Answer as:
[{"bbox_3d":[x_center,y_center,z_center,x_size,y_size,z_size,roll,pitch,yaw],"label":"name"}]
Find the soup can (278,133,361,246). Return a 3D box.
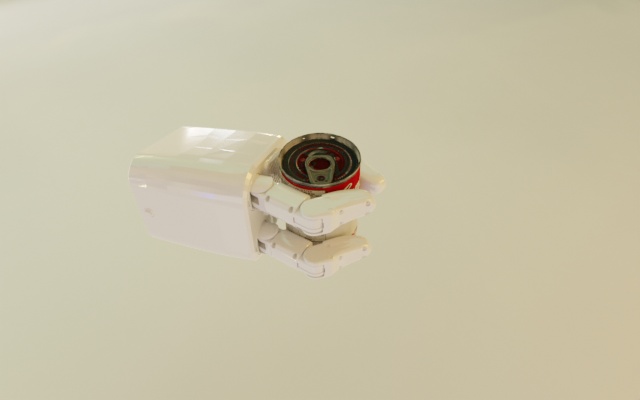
[{"bbox_3d":[0.001,0.002,0.422,0.068,0.102,0.068,-1,44,1],"label":"soup can"}]
